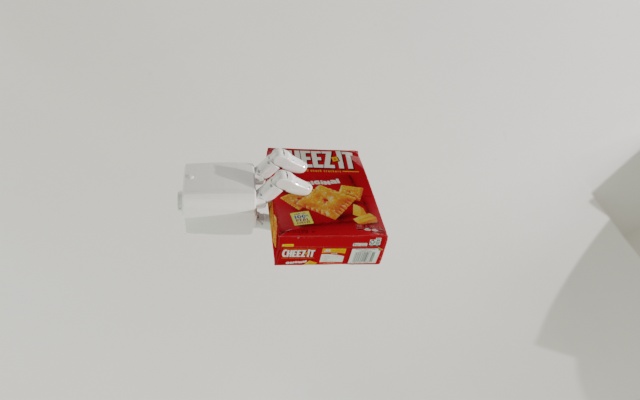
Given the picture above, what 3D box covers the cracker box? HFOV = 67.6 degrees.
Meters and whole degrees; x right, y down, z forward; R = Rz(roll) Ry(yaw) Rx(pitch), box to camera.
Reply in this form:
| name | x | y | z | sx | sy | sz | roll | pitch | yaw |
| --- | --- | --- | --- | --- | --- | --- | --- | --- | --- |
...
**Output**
| name | x | y | z | sx | sy | sz | roll | pitch | yaw |
| --- | --- | --- | --- | --- | --- | --- | --- | --- | --- |
| cracker box | 0.000 | 0.003 | 0.762 | 0.164 | 0.072 | 0.213 | 1 | 42 | -13 |
